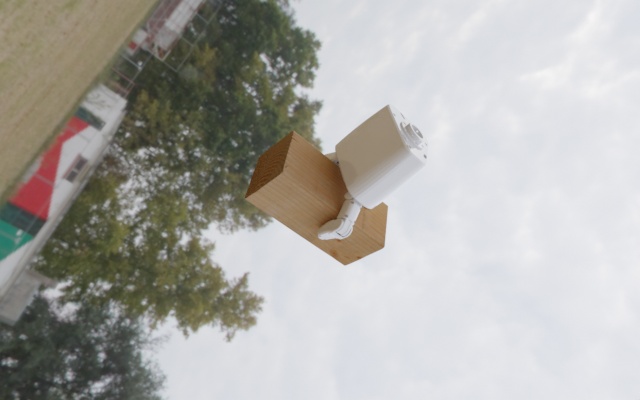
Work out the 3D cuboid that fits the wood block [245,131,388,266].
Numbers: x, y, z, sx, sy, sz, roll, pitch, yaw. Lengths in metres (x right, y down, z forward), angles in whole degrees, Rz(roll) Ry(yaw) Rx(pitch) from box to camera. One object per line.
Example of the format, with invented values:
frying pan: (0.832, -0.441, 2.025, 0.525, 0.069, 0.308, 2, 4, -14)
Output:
wood block: (0.000, 0.003, 0.730, 0.206, 0.090, 0.090, 36, -46, -26)
